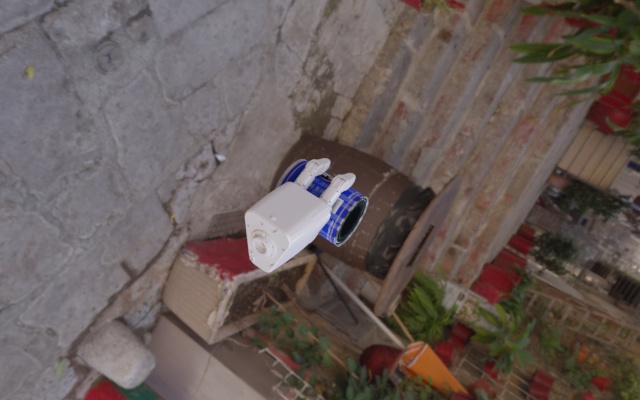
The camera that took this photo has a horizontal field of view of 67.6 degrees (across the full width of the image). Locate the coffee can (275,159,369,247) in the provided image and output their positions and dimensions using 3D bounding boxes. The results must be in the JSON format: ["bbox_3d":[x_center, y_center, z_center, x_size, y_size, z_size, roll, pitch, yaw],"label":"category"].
[{"bbox_3d":[0.000,0.003,0.860,0.140,0.103,0.103,32,11,19],"label":"coffee can"}]
